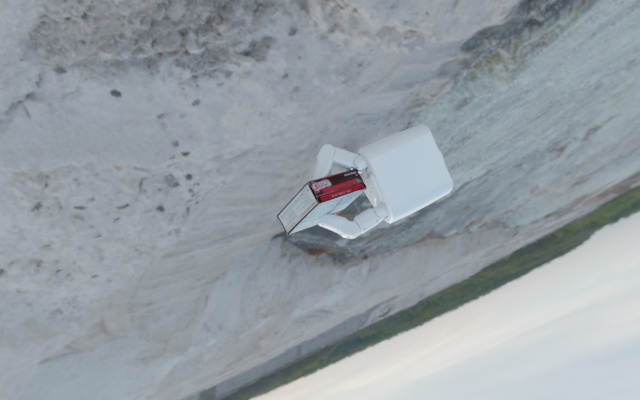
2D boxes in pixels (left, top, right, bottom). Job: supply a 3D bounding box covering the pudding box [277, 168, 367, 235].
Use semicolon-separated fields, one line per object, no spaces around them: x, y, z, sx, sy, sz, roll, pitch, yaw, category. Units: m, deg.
0.000;0.002;0.687;0.090;0.039;0.113;-16;-19;-35;pudding box
